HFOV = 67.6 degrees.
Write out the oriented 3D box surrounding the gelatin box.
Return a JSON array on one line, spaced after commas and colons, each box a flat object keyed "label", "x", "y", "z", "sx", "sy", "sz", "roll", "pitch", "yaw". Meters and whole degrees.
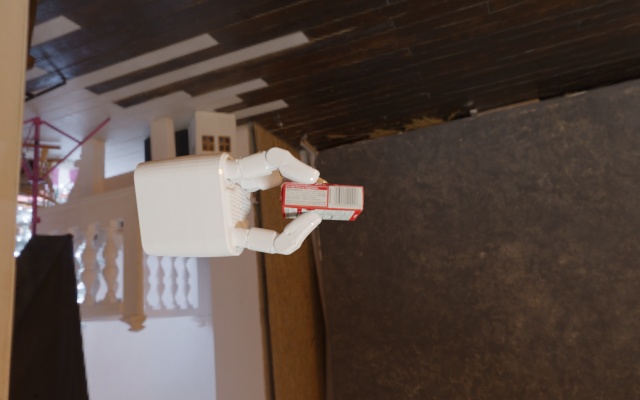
[{"label": "gelatin box", "x": 0.000, "y": 0.002, "z": 0.540, "sx": 0.089, "sy": 0.030, "sz": 0.073, "roll": 3, "pitch": -11, "yaw": -2}]
